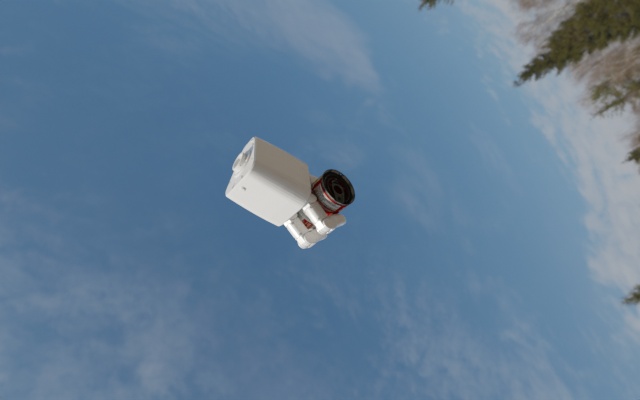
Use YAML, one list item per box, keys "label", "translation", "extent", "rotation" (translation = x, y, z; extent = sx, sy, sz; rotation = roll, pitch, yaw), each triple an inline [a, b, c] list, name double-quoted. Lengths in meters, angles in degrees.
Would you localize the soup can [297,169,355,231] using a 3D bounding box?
- label: "soup can"
  translation: [0.000, 0.003, 0.808]
  extent: [0.068, 0.068, 0.102]
  rotation: [0, -30, -44]
